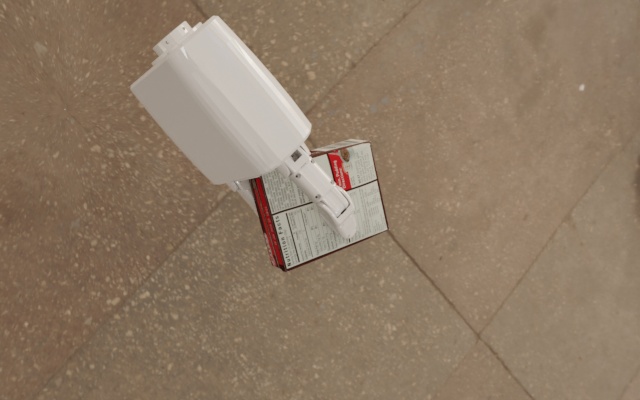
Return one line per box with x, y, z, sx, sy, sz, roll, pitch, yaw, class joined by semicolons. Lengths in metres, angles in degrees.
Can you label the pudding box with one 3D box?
0.000;0.001;0.425;0.113;0.090;0.039;-18;14;-22;pudding box
